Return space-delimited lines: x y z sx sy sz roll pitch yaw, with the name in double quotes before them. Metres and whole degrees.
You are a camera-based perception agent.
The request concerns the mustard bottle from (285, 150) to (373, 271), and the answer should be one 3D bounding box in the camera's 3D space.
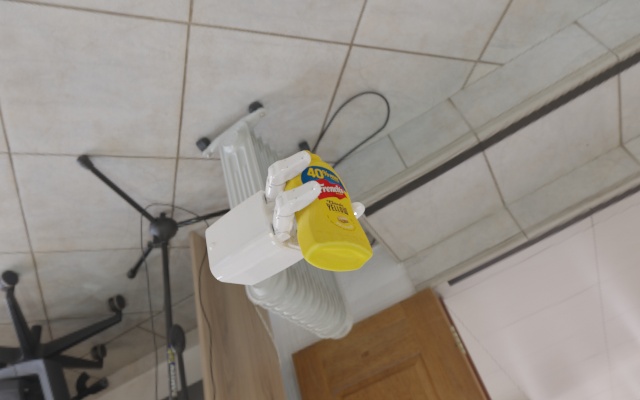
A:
"mustard bottle" 0.000 0.002 0.646 0.096 0.191 0.058 14 -50 -34
